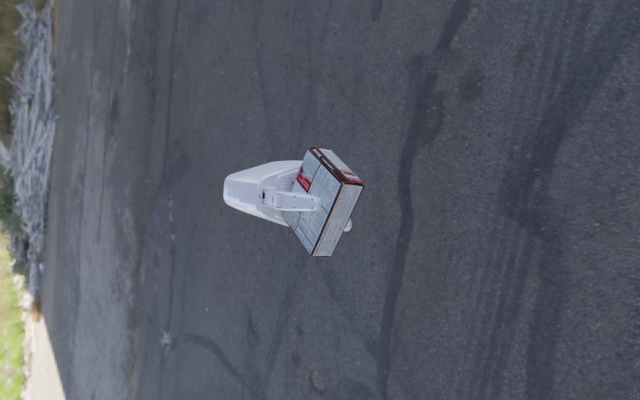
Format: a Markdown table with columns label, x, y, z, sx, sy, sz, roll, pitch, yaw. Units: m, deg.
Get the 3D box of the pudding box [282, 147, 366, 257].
| label | x | y | z | sx | sy | sz | roll | pitch | yaw |
| --- | --- | --- | --- | --- | --- | --- | --- | --- | --- |
| pudding box | 0.000 | 0.002 | 0.605 | 0.039 | 0.113 | 0.090 | 0 | 34 | -36 |
